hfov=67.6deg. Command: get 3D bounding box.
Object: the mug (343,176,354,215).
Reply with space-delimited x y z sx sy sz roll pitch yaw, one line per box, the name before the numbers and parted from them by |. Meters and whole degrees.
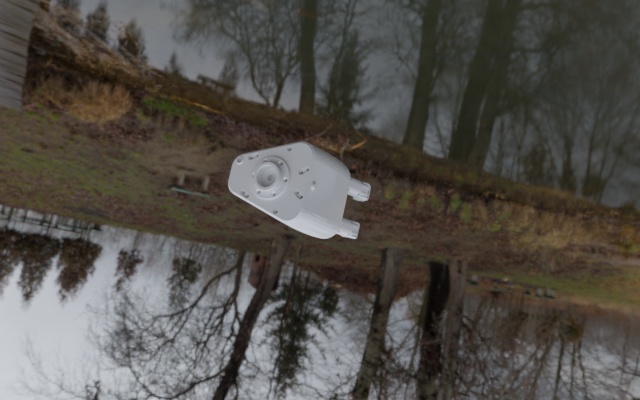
mug | 0.001 0.003 0.680 0.093 0.081 0.117 10 -7 27
